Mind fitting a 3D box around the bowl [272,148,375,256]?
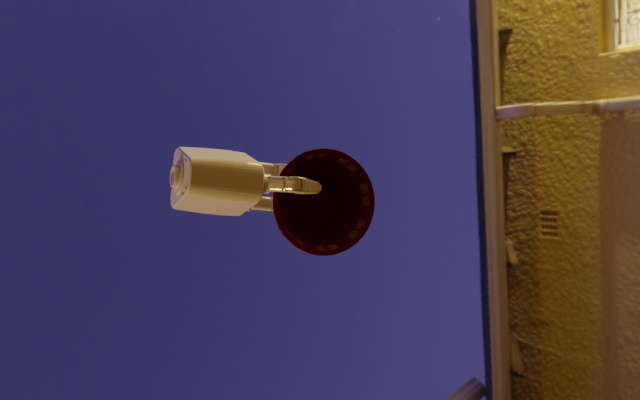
[{"bbox_3d":[0.001,0.003,0.741,0.162,0.162,0.055,0,0,-17],"label":"bowl"}]
